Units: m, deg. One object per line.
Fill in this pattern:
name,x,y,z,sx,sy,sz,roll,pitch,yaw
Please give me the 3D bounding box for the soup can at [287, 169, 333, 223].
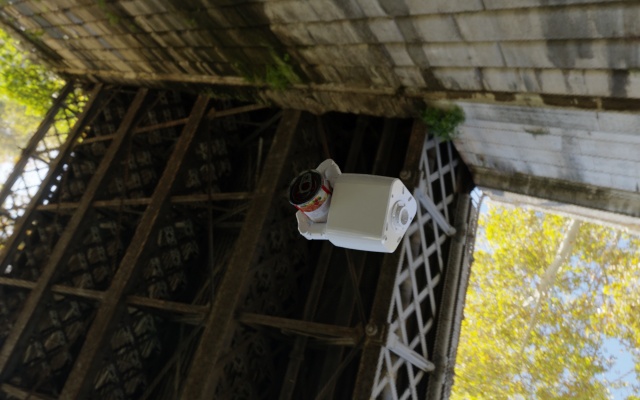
soup can,0.000,0.003,0.803,0.068,0.068,0.102,0,-30,37
